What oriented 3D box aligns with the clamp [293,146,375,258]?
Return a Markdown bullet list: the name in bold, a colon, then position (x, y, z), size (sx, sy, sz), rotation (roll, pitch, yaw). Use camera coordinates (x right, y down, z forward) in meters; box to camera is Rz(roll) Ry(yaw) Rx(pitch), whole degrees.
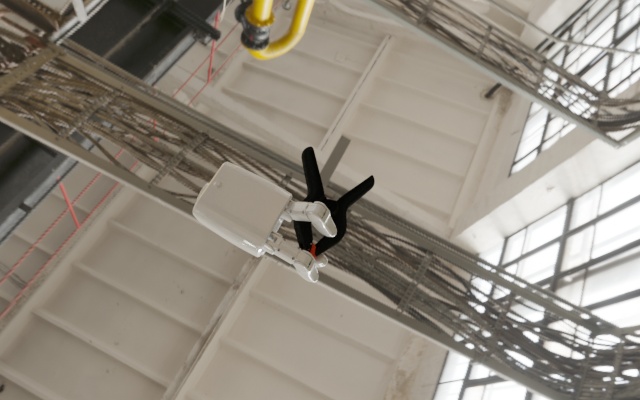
- **clamp**: position (0.000, 0.003, 0.700), size (0.120, 0.171, 0.039), rotation (29, -29, -1)
